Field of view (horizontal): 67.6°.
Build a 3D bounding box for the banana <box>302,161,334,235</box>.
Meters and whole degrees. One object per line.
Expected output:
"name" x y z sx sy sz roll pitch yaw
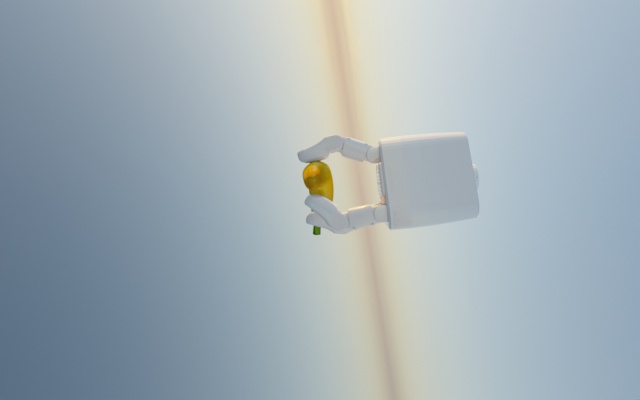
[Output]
"banana" -0.001 -0.014 0.647 0.037 0.069 0.198 -4 -22 2
